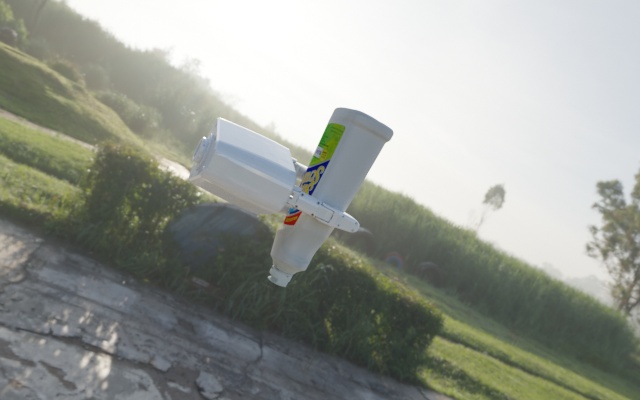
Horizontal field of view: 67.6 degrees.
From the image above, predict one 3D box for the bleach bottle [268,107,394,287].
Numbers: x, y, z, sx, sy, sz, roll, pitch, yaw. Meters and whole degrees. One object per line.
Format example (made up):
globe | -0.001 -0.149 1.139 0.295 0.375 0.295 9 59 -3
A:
bleach bottle | 0.000 0.002 0.638 0.068 0.251 0.102 25 4 -24
